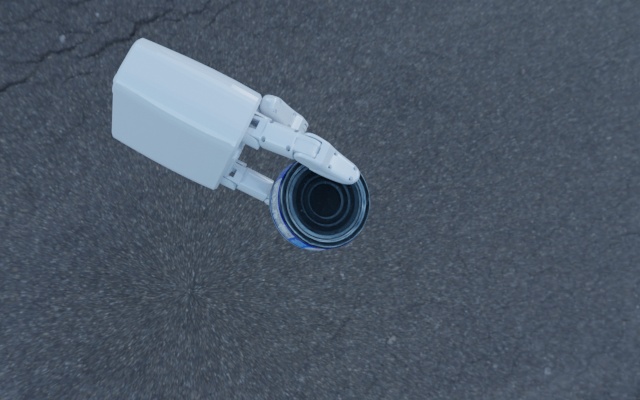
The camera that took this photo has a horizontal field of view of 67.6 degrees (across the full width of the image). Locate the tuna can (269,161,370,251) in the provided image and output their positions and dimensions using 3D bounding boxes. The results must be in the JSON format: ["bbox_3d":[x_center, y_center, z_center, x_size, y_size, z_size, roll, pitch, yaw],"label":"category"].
[{"bbox_3d":[0.000,0.001,0.422,0.086,0.086,0.034,0,-8,-20],"label":"tuna can"}]
